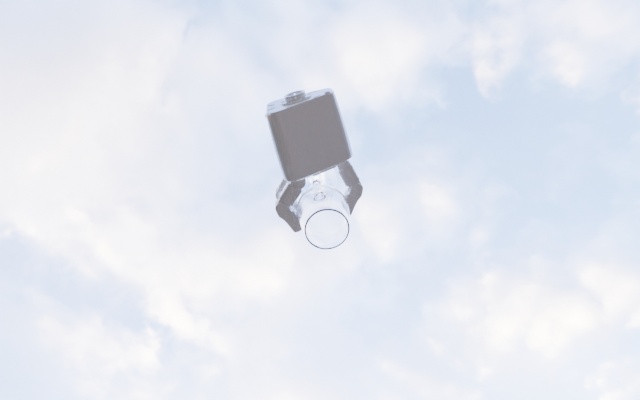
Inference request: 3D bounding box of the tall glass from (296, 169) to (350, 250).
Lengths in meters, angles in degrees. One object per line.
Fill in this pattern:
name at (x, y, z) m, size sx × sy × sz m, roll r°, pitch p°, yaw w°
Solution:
tall glass at (0.000, 0.002, 0.740) m, size 0.079 × 0.079 × 0.201 m, roll 0°, pitch 22°, yaw -6°
